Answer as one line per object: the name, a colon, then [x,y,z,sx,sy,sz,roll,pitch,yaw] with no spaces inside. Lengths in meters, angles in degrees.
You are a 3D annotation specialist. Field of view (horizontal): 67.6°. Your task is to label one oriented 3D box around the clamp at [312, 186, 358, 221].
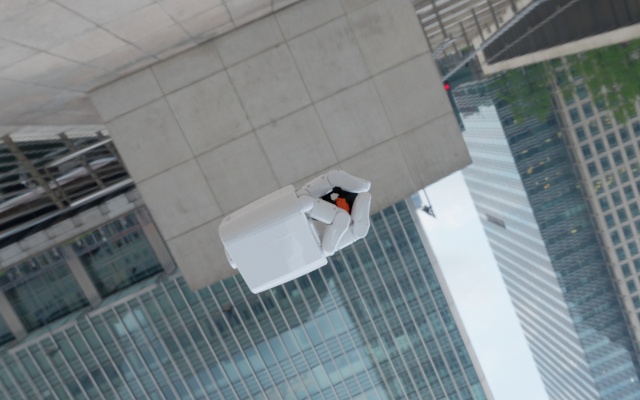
clamp: [0.000,0.003,0.703,0.120,0.039,0.171,-25,10,-1]
